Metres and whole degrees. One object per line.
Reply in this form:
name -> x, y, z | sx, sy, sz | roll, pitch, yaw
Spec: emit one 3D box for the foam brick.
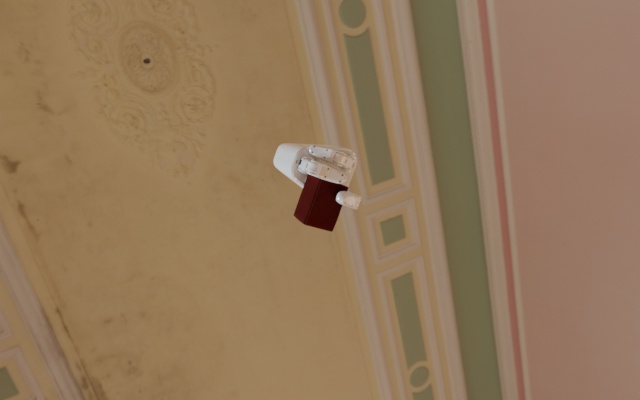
foam brick -> 0.000, 0.003, 0.757 | 0.053, 0.078, 0.051 | 19, 4, -27
